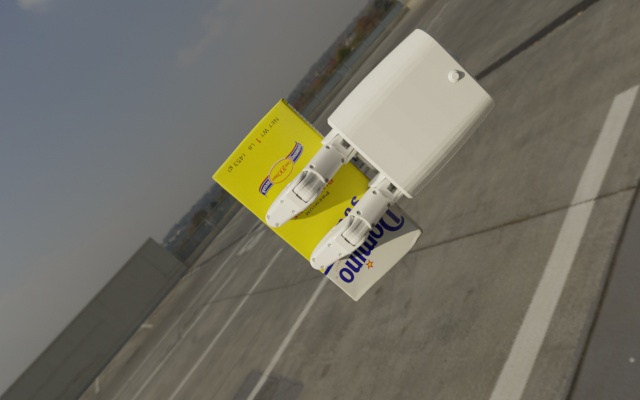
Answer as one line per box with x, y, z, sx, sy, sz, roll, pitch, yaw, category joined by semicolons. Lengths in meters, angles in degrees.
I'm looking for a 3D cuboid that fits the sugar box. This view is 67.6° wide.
0.000;0.001;0.436;0.176;0.093;0.048;41;9;-9;sugar box
